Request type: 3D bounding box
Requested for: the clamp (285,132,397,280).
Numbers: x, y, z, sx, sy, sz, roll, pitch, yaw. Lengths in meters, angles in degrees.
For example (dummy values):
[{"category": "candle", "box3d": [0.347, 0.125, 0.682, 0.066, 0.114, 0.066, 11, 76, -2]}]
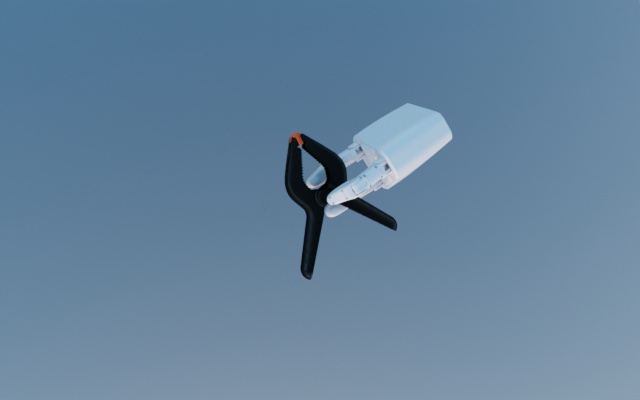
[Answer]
[{"category": "clamp", "box3d": [0.000, 0.002, 0.701, 0.164, 0.210, 0.036, -35, 13, -10]}]
